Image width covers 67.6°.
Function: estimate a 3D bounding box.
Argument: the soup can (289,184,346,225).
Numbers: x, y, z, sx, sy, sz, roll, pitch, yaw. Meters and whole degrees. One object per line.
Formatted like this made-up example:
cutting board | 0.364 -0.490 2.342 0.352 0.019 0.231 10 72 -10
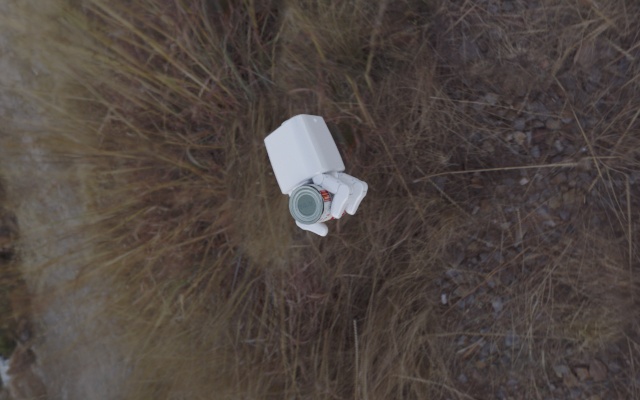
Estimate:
soup can | 0.000 0.003 0.820 0.068 0.068 0.102 0 5 29
